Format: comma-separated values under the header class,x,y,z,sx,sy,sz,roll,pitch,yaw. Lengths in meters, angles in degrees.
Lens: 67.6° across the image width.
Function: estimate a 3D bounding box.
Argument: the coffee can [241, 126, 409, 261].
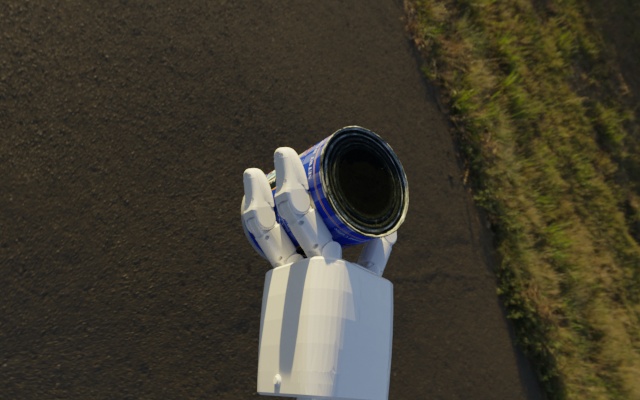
class,x,y,z,sx,sy,sz,roll,pitch,yaw
coffee can,0.000,0.001,0.468,0.103,0.102,0.140,0,-16,-38
